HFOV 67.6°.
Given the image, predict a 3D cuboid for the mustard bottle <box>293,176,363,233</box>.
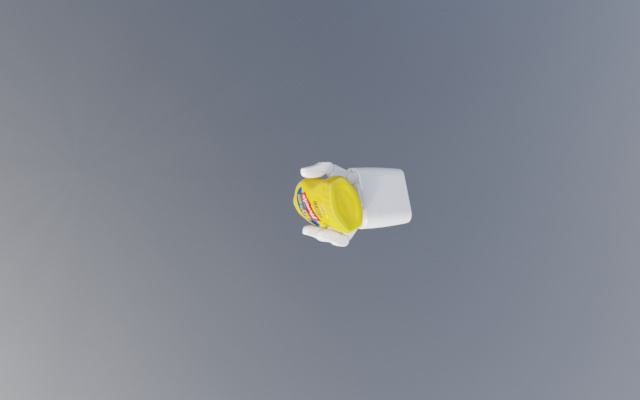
[{"bbox_3d":[0.000,0.003,0.867,0.058,0.096,0.191,-30,16,-23],"label":"mustard bottle"}]
